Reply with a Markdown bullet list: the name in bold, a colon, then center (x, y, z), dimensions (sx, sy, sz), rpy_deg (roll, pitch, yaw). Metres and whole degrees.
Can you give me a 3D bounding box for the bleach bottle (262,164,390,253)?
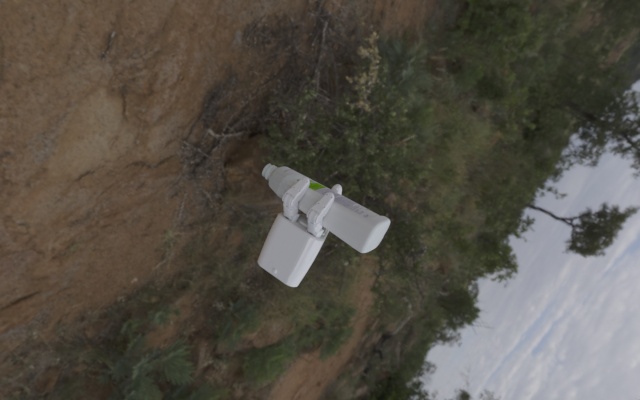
- **bleach bottle**: center (0.000, 0.003, 0.887), dimensions (0.251, 0.068, 0.102), rpy_deg (32, 15, 20)
